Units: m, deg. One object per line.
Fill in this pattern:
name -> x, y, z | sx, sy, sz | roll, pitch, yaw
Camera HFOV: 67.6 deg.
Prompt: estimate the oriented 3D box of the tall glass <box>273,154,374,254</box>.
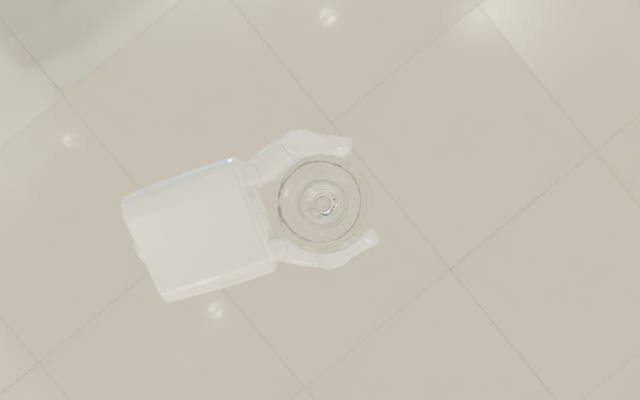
tall glass -> 0.000, 0.001, 0.449 | 0.079, 0.079, 0.201 | 0, 1, -1
